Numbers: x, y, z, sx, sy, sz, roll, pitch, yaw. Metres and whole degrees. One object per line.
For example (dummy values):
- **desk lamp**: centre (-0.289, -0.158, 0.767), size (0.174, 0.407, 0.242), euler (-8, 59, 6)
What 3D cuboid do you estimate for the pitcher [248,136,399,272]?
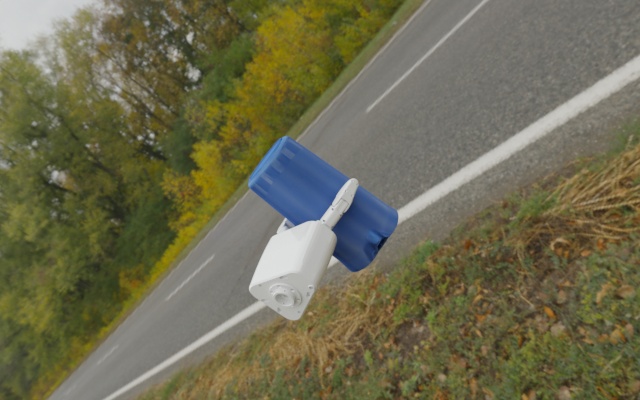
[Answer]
- **pitcher**: centre (0.000, 0.003, 0.823), size (0.243, 0.145, 0.149), euler (37, -48, -12)
